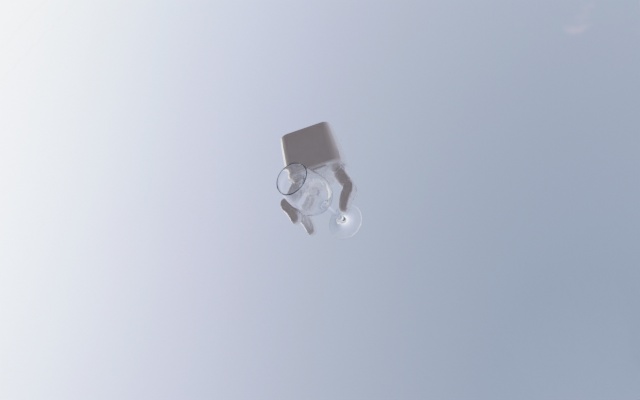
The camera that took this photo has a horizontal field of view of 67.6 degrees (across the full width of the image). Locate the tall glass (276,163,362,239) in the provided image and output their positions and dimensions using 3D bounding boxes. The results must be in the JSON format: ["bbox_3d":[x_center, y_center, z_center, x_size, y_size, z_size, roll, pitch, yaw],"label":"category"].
[{"bbox_3d":[0.001,0.003,0.880,0.079,0.079,0.201,0,-23,33],"label":"tall glass"}]
